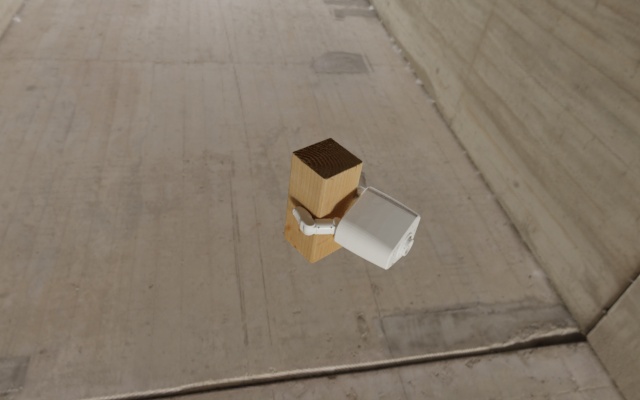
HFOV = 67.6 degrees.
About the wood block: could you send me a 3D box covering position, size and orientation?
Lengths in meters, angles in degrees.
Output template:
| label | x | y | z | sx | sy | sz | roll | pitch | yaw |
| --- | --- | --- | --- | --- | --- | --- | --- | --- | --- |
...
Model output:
| label | x | y | z | sx | sy | sz | roll | pitch | yaw |
| --- | --- | --- | --- | --- | --- | --- | --- | --- | --- |
| wood block | 0.000 | 0.003 | 0.875 | 0.091 | 0.206 | 0.090 | -25 | 52 | -33 |
